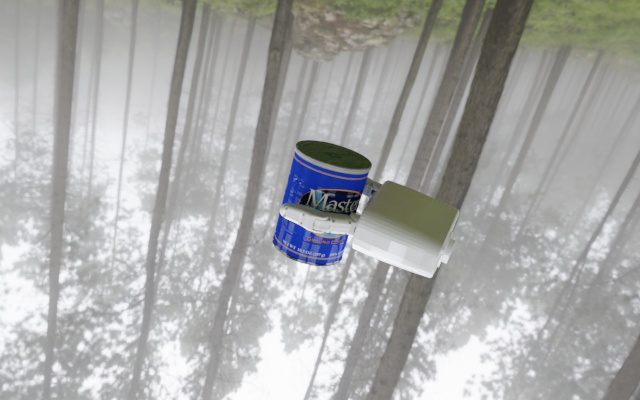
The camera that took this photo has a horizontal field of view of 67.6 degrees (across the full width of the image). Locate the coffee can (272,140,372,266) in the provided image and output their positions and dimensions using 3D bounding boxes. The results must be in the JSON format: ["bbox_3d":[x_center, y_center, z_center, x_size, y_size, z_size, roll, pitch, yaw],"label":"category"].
[{"bbox_3d":[0.000,0.002,0.643,0.103,0.140,0.102,14,21,-5],"label":"coffee can"}]
